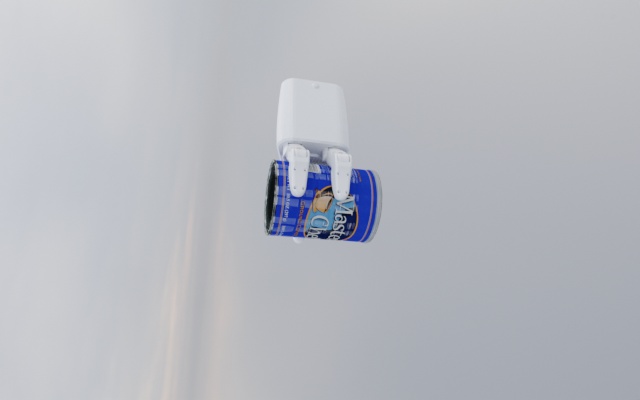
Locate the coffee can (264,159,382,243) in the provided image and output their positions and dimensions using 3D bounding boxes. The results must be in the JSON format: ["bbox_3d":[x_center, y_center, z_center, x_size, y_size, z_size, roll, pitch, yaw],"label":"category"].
[{"bbox_3d":[0.000,0.002,0.647,0.140,0.103,0.103,5,-1,-13],"label":"coffee can"}]
